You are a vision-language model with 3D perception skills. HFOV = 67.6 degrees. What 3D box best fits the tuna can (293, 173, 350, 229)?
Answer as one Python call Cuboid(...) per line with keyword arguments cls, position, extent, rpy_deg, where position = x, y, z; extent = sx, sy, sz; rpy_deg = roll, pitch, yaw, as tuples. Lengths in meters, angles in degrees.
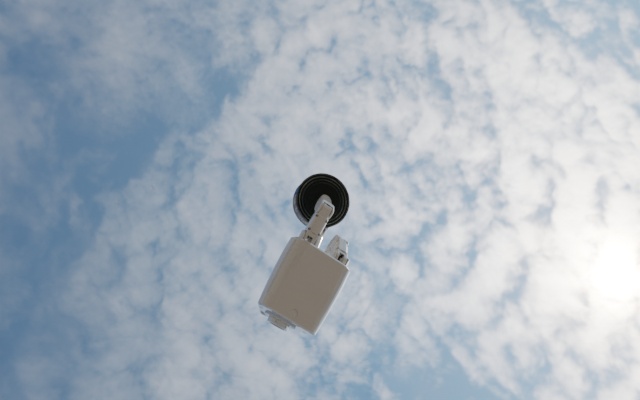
Cuboid(cls="tuna can", position=(0.000, 0.003, 0.751), extent=(0.086, 0.086, 0.034), rpy_deg=(0, -11, -17))
